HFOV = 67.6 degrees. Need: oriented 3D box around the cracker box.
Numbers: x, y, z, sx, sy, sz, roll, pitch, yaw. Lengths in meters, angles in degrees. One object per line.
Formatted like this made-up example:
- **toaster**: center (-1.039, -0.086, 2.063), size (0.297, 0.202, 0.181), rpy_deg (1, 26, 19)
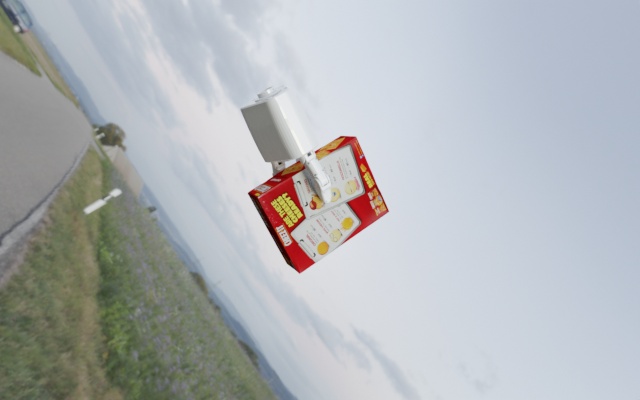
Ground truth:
- **cracker box**: center (0.000, 0.003, 0.872), size (0.213, 0.164, 0.072), rpy_deg (-33, 21, -17)
